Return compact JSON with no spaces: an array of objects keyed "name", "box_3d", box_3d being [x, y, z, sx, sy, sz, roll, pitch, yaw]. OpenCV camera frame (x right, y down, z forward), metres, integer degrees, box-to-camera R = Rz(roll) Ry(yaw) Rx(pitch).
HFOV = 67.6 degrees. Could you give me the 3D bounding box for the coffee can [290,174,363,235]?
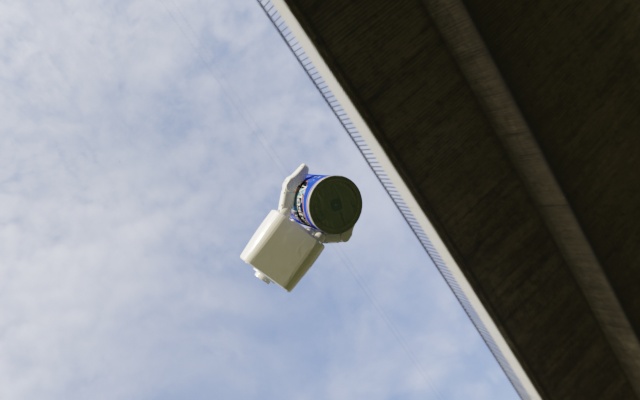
[{"name":"coffee can","box_3d":[0.000,0.003,0.882,0.103,0.103,0.140,0,4,-23]}]
